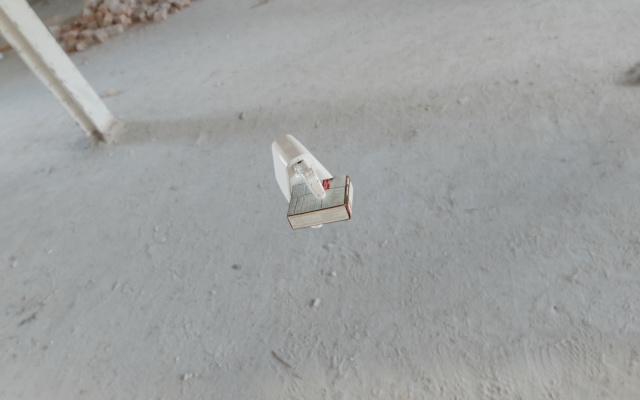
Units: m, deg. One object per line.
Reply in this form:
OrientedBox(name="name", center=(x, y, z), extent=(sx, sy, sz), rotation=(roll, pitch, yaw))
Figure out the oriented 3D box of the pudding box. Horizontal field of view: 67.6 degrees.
OrientedBox(name="pudding box", center=(0.000, 0.003, 0.865), extent=(0.113, 0.039, 0.090), rotation=(-13, 38, 17))
